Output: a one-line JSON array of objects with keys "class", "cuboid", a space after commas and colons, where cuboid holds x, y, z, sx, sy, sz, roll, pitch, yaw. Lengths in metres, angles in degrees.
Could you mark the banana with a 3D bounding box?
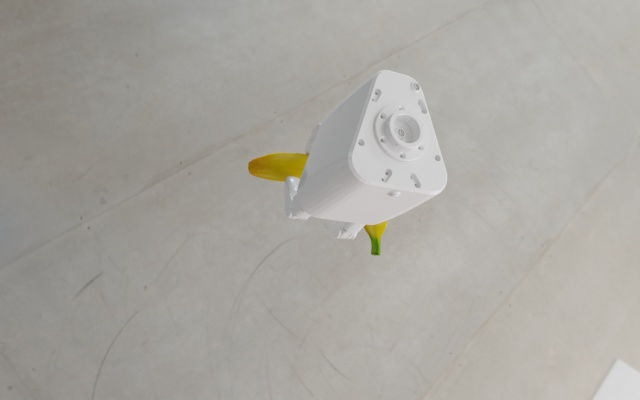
[{"class": "banana", "cuboid": [0.011, -0.012, 0.570, 0.198, 0.069, 0.037, 34, -21, -14]}]
